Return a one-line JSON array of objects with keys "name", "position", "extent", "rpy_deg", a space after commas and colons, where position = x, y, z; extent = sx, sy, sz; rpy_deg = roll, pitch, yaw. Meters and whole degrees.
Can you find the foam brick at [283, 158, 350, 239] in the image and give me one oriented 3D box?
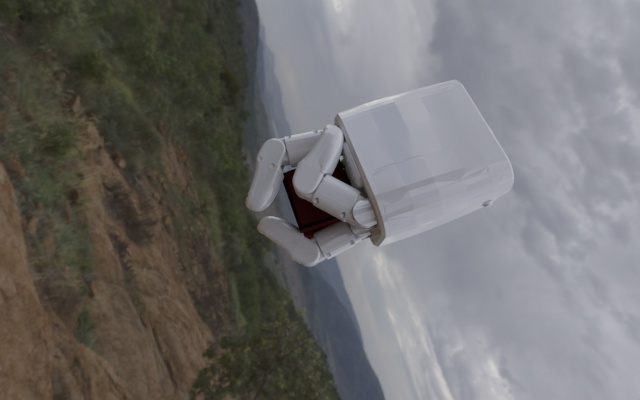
[{"name": "foam brick", "position": [0.000, 0.001, 0.426], "extent": [0.051, 0.053, 0.078], "rpy_deg": [-19, -12, -3]}]
